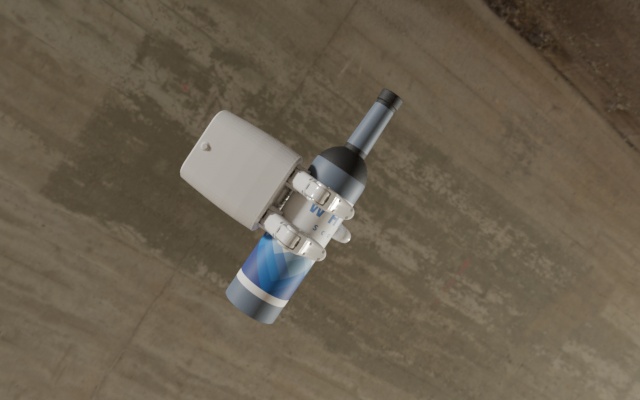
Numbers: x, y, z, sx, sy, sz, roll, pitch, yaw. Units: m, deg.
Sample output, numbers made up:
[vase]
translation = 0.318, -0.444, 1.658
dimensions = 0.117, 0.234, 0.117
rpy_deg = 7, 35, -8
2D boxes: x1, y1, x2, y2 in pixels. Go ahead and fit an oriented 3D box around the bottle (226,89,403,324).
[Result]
[bottle]
translation = 0.000, 0.002, 0.550
dimensions = 0.069, 0.296, 0.069
rpy_deg = 34, 2, -2
